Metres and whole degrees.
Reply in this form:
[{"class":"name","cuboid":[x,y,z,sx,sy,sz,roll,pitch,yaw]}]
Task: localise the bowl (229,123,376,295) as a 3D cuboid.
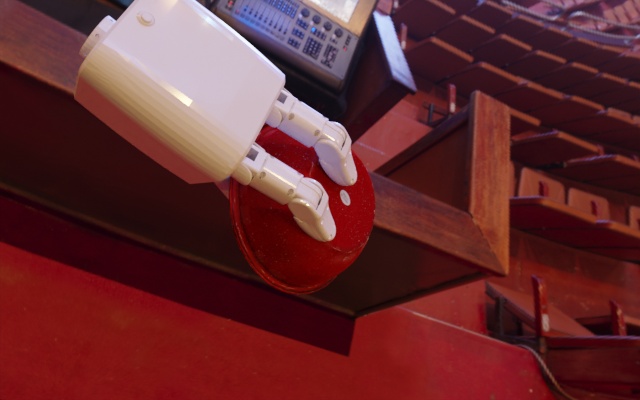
[{"class":"bowl","cuboid":[0.001,0.002,0.422,0.055,0.162,0.162,-9,-6,41]}]
